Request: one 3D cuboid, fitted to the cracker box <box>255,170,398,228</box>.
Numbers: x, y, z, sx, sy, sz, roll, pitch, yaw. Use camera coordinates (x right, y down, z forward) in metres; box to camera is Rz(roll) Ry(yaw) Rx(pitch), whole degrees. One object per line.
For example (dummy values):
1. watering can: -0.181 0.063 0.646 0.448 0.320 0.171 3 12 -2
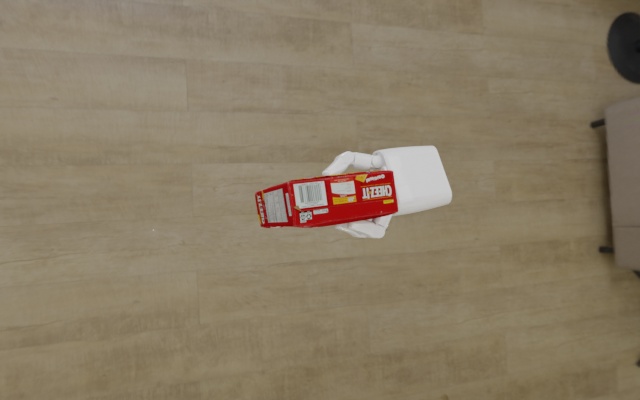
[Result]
1. cracker box: 0.000 0.002 0.764 0.164 0.072 0.214 -8 -1 -20
